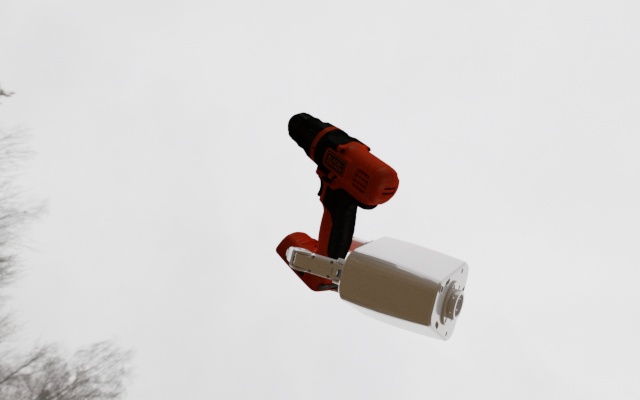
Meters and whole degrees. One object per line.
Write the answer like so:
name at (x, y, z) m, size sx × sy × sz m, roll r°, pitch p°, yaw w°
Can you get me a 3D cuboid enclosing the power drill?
power drill at (0.000, 0.002, 0.590) m, size 0.057 × 0.188 × 0.184 m, roll -6°, pitch 34°, yaw -38°
